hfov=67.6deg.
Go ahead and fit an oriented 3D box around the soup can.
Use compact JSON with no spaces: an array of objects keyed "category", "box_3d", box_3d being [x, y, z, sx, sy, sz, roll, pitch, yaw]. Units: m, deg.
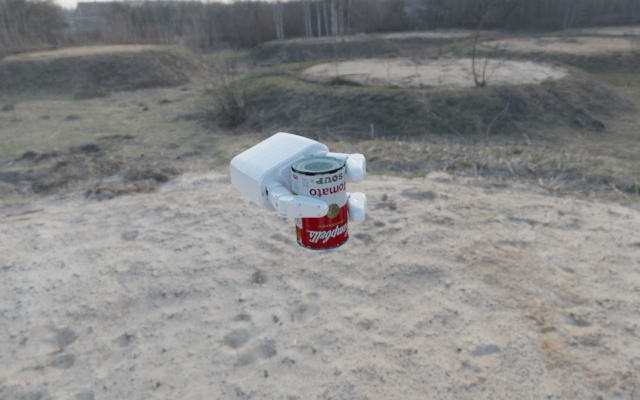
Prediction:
[{"category":"soup can","box_3d":[0.000,0.002,0.596,0.068,0.102,0.068,-3,22,1]}]
